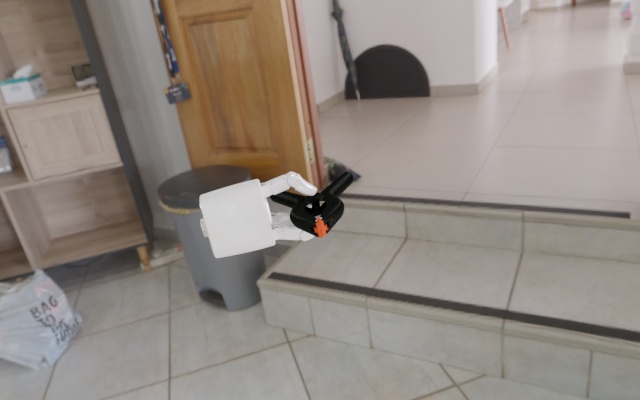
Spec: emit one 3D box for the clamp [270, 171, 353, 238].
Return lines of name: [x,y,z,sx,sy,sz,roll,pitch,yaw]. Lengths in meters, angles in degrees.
clamp: [0.000,0.002,0.847,0.164,0.036,0.210,-17,24,-6]
